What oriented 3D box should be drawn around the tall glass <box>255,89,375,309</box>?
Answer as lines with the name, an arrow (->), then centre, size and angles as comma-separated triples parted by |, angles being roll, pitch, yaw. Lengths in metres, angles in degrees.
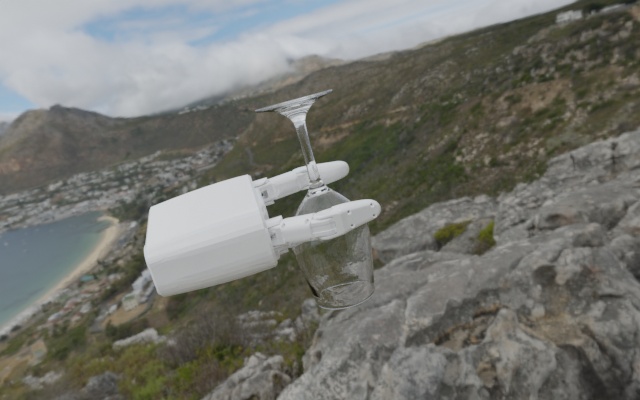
tall glass -> 0.000, 0.001, 0.461 | 0.079, 0.201, 0.079 | -15, 13, 3
